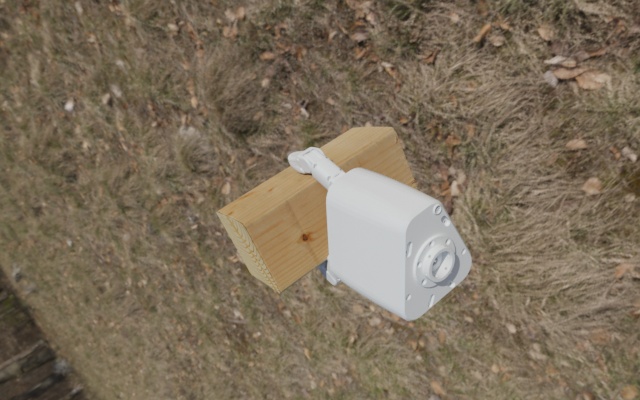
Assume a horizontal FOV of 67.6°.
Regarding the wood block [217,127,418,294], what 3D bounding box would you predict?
[{"bbox_3d":[0.000,0.002,0.553,0.206,0.091,0.090,-34,22,-22],"label":"wood block"}]
